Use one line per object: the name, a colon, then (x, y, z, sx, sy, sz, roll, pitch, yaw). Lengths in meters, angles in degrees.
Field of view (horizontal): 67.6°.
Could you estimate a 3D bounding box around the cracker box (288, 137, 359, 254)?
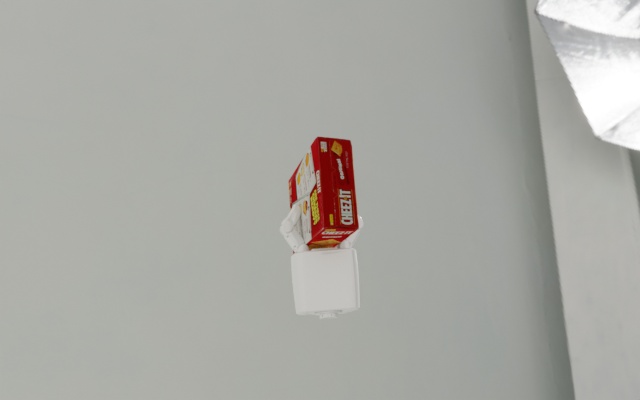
cracker box: (0.000, 0.003, 0.881, 0.072, 0.164, 0.214, 1, -19, -17)
